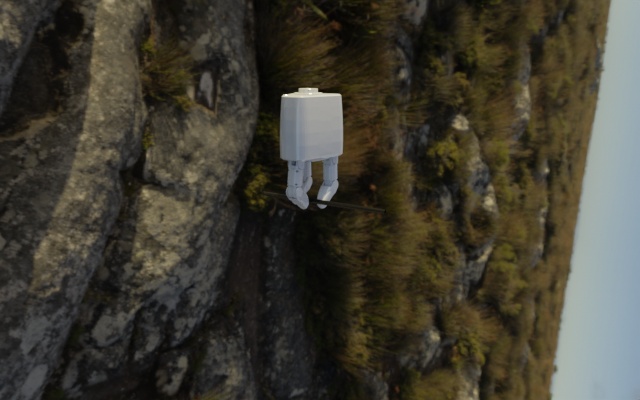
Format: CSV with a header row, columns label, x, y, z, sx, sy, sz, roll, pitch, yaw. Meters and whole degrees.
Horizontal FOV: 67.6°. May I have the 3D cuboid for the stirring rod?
label,x,y,z,sx,sy,sz,roll,pitch,yaw
stirring rod,0.000,0.003,0.831,0.239,0.011,0.011,9,4,28
